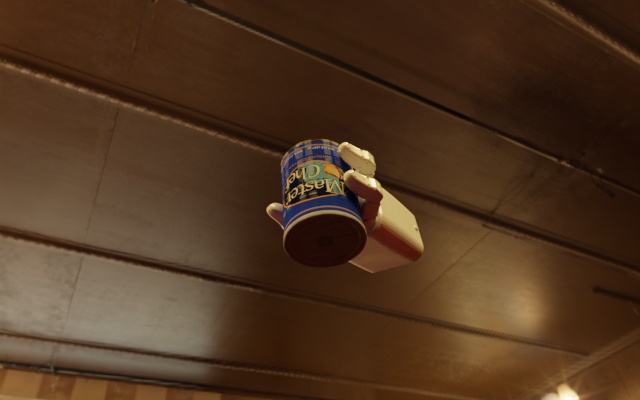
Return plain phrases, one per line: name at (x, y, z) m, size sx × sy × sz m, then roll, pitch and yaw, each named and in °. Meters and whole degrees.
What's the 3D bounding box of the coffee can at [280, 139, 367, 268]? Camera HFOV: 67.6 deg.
coffee can at (0.000, 0.002, 0.630) m, size 0.103 × 0.140 × 0.103 m, roll -4°, pitch -44°, yaw -3°
